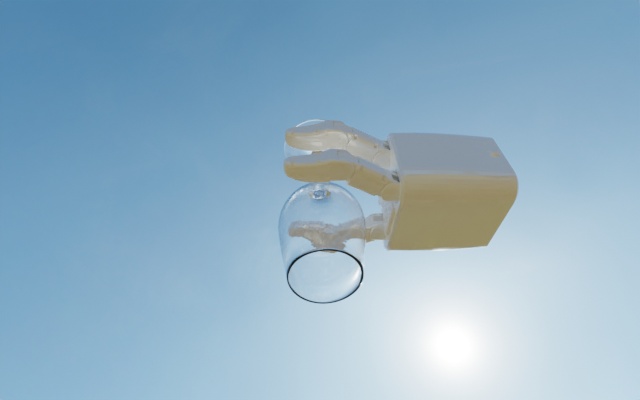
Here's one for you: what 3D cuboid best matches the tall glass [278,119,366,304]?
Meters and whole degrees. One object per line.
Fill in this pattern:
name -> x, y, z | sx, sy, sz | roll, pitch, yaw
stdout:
tall glass -> 0.000, 0.001, 0.456 | 0.079, 0.079, 0.201 | 0, 37, -2
